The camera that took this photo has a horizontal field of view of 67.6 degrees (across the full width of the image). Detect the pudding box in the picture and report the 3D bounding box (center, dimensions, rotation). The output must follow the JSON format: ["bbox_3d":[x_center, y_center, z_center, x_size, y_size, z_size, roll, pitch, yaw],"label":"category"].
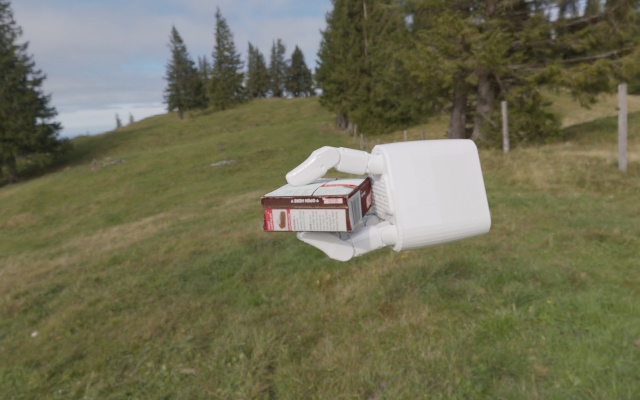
[{"bbox_3d":[0.000,0.001,0.496,0.090,0.039,0.113,-2,10,16],"label":"pudding box"}]
